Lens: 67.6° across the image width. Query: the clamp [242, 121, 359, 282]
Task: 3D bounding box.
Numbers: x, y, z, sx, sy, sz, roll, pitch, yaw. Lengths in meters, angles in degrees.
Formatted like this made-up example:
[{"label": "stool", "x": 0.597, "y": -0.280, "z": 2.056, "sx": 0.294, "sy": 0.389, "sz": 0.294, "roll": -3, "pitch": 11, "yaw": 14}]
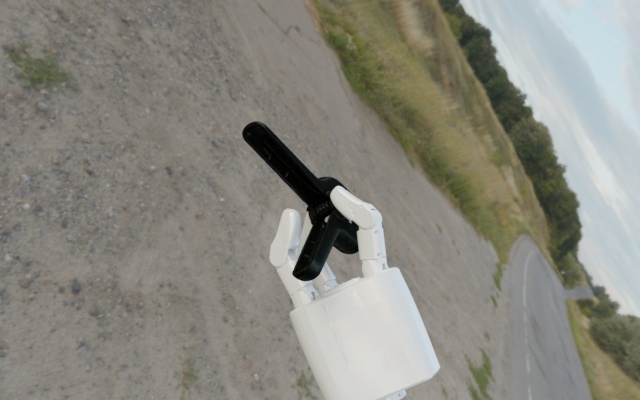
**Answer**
[{"label": "clamp", "x": 0.001, "y": 0.002, "z": 0.513, "sx": 0.036, "sy": 0.164, "sz": 0.210, "roll": -30, "pitch": -16, "yaw": 22}]
